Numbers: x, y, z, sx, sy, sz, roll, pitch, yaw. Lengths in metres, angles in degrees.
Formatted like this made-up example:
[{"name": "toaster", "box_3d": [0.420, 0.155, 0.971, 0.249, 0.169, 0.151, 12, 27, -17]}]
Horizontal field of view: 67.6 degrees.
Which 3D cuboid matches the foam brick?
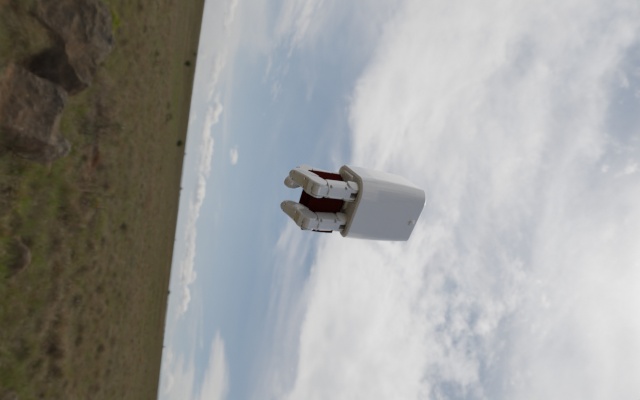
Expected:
[{"name": "foam brick", "box_3d": [0.000, 0.003, 0.713, 0.051, 0.078, 0.053, 8, 33, -17]}]
